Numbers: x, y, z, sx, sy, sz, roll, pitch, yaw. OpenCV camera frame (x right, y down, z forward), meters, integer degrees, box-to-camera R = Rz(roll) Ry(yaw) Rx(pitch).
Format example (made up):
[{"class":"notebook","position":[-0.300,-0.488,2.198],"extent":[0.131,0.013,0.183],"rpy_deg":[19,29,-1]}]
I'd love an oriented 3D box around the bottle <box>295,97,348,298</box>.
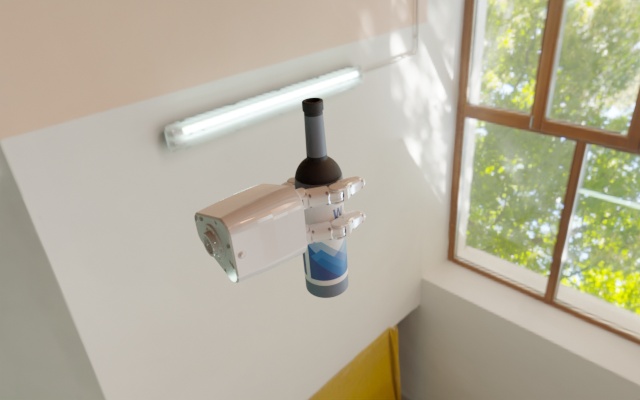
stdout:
[{"class":"bottle","position":[0.000,0.002,0.673],"extent":[0.069,0.296,0.069],"rpy_deg":[-4,29,2]}]
